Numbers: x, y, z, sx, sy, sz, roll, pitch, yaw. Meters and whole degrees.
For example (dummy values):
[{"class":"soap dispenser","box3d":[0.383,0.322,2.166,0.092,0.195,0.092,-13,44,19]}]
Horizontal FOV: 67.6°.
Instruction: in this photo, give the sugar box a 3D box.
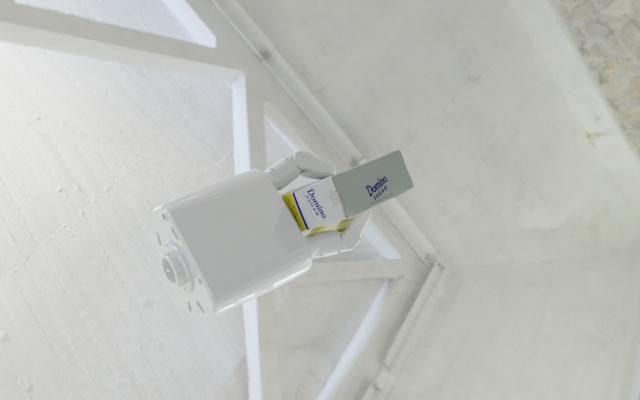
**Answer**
[{"class":"sugar box","box3d":[0.000,0.002,0.494,0.093,0.048,0.176,-23,5,-36]}]
